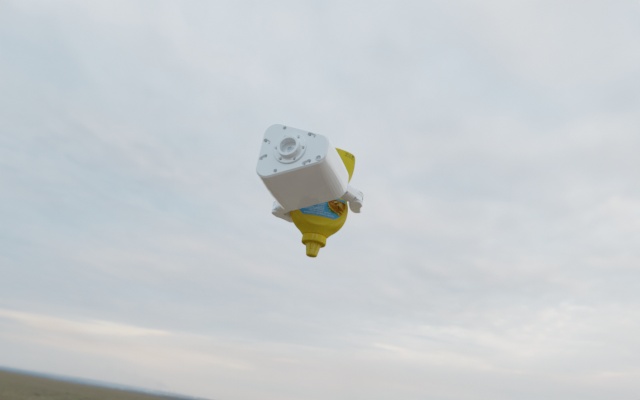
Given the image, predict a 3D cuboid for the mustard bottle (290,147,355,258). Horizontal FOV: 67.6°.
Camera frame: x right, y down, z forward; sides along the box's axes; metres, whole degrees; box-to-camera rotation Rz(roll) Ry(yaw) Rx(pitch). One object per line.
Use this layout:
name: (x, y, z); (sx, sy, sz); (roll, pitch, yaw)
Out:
mustard bottle: (0.000, 0.003, 0.803); (0.096, 0.191, 0.058); (11, -24, -3)
